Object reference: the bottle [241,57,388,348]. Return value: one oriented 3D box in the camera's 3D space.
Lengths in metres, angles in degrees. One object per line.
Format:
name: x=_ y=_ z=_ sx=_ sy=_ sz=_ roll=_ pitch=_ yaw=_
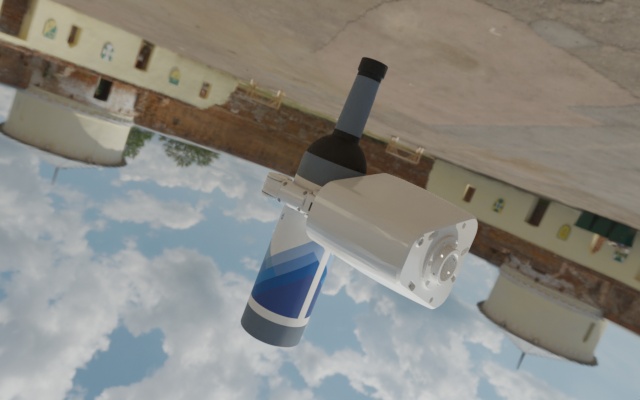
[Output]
bottle: x=0.000 y=0.002 z=0.483 sx=0.069 sy=0.296 sz=0.069 roll=21 pitch=8 yaw=-3
